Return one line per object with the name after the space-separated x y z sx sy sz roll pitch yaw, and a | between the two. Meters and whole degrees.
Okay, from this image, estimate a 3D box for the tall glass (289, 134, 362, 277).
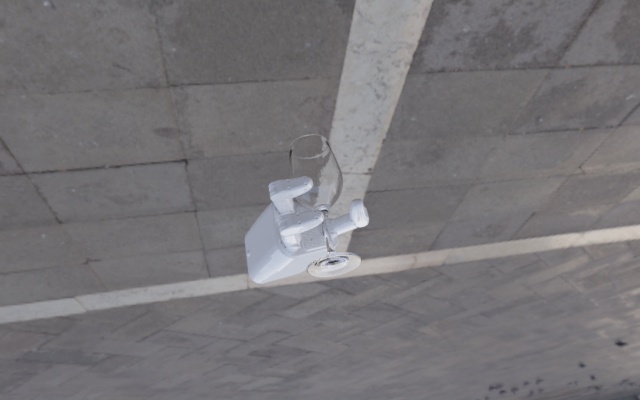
0.000 0.003 0.679 0.079 0.201 0.079 -9 -30 -5 | tall glass
